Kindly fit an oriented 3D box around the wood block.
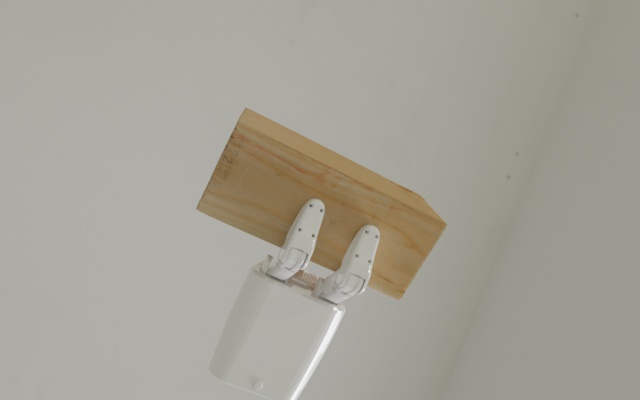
[{"bbox_3d":[0.000,0.002,0.460,0.206,0.090,0.090,26,14,-13],"label":"wood block"}]
